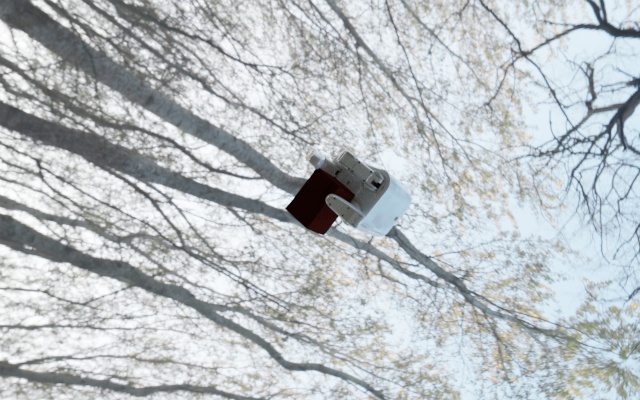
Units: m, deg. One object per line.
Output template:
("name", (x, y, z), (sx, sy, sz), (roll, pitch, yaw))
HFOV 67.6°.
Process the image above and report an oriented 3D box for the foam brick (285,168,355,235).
("foam brick", (0.000, 0.002, 0.688), (0.053, 0.078, 0.051), (43, 8, 32))
